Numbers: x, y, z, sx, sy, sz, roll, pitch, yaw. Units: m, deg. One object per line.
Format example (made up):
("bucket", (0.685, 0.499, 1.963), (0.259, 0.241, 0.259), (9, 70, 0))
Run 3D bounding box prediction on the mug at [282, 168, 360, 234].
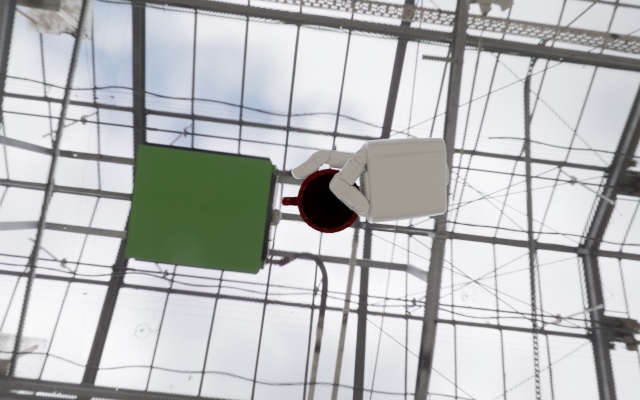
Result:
("mug", (-0.001, 0.003, 0.720), (0.117, 0.093, 0.081), (-3, -1, -1))
